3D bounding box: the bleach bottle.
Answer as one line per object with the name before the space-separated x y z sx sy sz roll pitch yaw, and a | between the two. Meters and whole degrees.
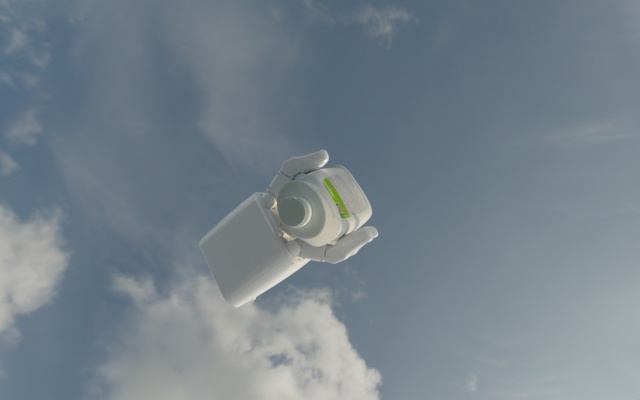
bleach bottle | 0.000 0.002 0.590 0.068 0.102 0.251 -37 -8 13
